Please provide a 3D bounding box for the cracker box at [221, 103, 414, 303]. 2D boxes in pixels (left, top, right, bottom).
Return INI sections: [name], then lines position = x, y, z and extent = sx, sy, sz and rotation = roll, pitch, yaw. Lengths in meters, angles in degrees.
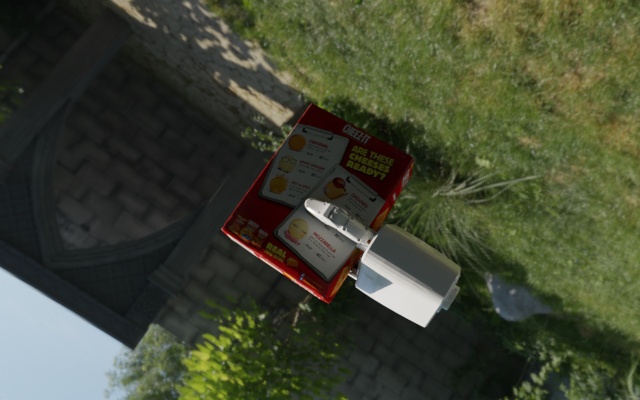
[cracker box]
position = 0.000, 0.002, 0.641
extent = 0.164, 0.213, 0.072
rotation = 31, -11, 16
